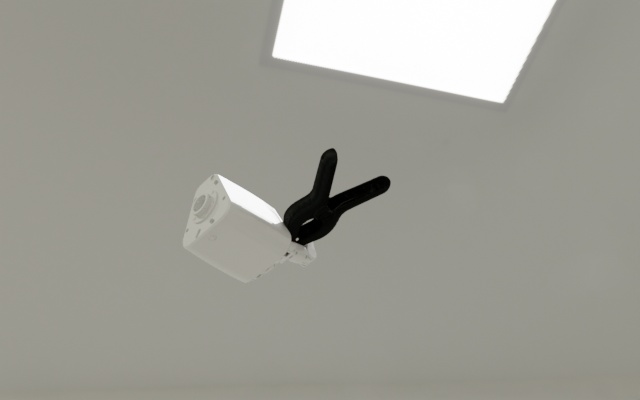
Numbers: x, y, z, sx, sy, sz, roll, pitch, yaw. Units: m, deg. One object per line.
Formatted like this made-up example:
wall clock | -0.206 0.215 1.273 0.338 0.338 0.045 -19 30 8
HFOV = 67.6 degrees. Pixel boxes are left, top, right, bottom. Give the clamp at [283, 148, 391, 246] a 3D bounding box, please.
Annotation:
clamp | 0.000 0.002 0.643 0.171 0.039 0.120 -41 -50 16
